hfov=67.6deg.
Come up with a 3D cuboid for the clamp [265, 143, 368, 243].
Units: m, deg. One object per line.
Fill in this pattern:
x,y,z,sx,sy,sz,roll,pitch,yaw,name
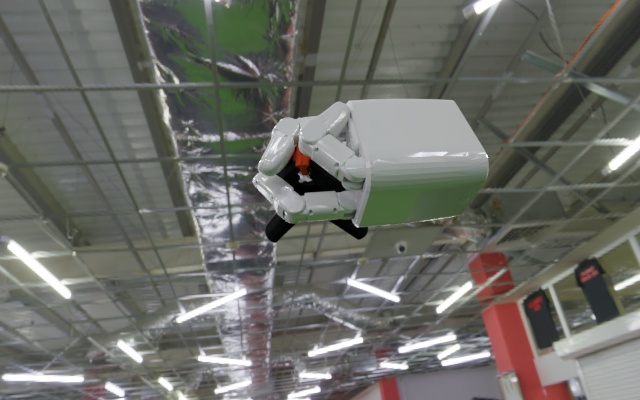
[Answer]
0.000,0.001,0.509,0.120,0.039,0.172,-3,-28,-7,clamp
